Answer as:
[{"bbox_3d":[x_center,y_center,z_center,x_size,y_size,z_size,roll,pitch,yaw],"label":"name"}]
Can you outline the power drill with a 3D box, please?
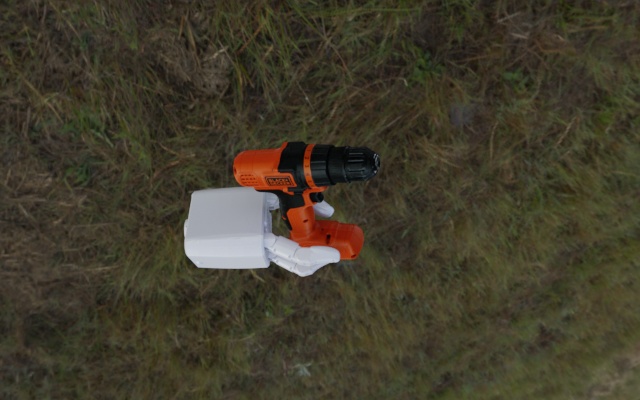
[{"bbox_3d":[0.000,0.002,0.621,0.184,0.057,0.188,1,-42,23],"label":"power drill"}]
